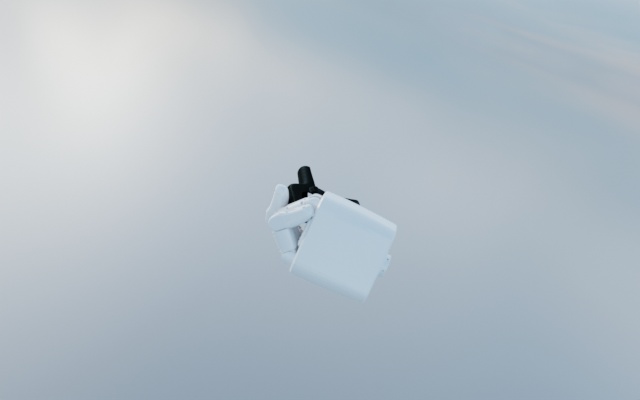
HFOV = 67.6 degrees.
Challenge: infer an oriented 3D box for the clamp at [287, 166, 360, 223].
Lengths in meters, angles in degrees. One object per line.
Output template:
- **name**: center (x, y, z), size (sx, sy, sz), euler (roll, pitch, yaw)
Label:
- **clamp**: center (0.000, 0.002, 0.730), size (0.120, 0.039, 0.171), euler (27, 24, 3)
